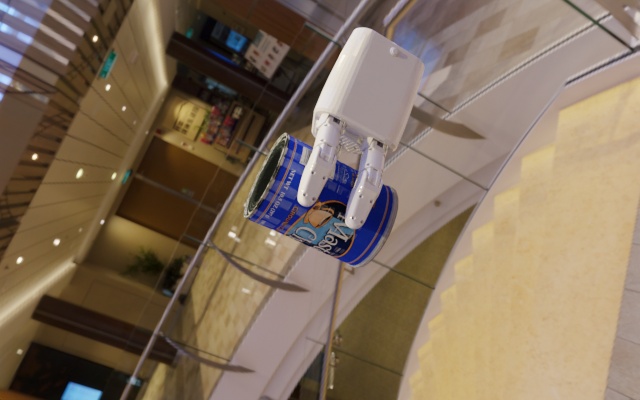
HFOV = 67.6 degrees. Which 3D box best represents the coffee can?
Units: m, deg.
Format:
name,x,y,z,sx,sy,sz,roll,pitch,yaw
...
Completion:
name,x,y,z,sx,sy,sz,roll,pitch,yaw
coffee can,0.000,0.002,0.534,0.140,0.103,0.103,26,-8,-16
